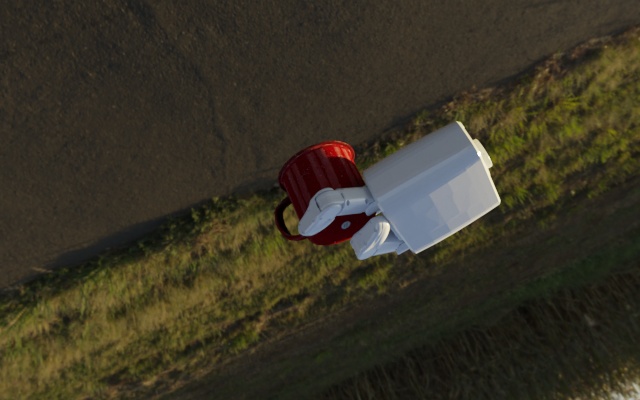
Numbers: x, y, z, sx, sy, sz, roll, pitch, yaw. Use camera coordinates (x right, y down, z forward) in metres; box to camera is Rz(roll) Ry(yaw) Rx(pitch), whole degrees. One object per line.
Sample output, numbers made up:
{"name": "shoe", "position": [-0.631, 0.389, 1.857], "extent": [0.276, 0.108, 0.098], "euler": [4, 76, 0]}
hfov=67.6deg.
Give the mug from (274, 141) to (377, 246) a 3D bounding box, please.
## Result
{"name": "mug", "position": [-0.001, 0.003, 0.527], "extent": [0.117, 0.081, 0.093], "euler": [-32, -29, 13]}
